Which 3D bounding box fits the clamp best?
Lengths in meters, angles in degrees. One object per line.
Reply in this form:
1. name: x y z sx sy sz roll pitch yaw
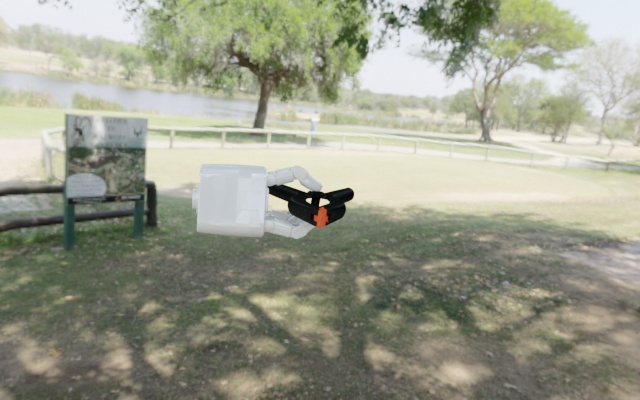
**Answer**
1. clamp: 0.000 0.002 0.806 0.164 0.036 0.210 2 14 -14
